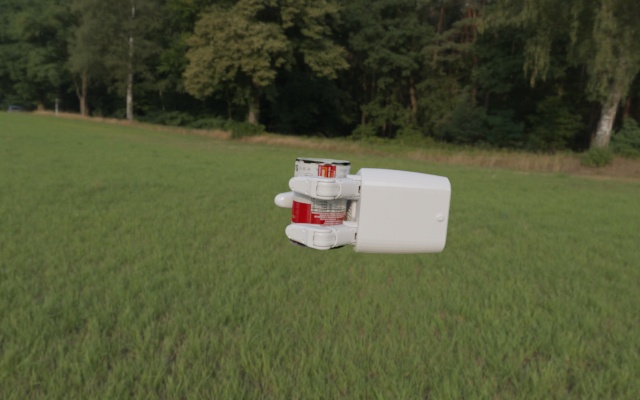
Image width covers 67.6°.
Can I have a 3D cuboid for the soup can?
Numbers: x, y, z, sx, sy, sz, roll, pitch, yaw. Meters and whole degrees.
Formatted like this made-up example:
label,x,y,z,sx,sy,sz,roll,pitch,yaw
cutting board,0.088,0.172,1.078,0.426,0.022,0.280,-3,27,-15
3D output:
label,x,y,z,sx,sy,sz,roll,pitch,yaw
soup can,0.000,0.002,0.575,0.068,0.102,0.068,4,8,-1
